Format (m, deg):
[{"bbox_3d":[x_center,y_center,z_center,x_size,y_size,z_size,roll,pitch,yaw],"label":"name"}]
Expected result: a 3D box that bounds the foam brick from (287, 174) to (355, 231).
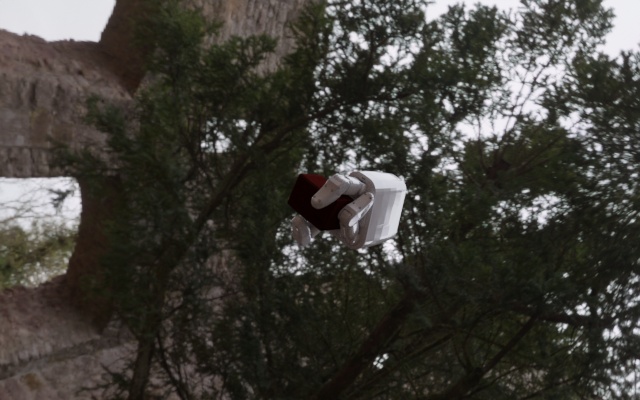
[{"bbox_3d":[0.000,0.002,0.706,0.078,0.053,0.051,39,24,30],"label":"foam brick"}]
